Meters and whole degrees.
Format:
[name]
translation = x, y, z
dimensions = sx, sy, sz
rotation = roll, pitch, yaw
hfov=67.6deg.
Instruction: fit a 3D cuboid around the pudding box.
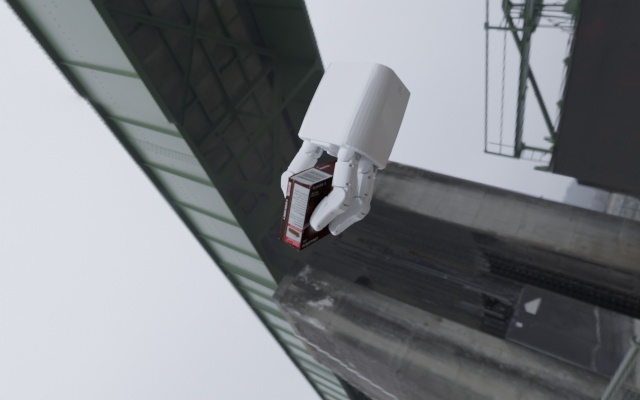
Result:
[pudding box]
translation = 0.000, 0.002, 0.605
dimensions = 0.039, 0.090, 0.113
rotation = 25, 29, 30
